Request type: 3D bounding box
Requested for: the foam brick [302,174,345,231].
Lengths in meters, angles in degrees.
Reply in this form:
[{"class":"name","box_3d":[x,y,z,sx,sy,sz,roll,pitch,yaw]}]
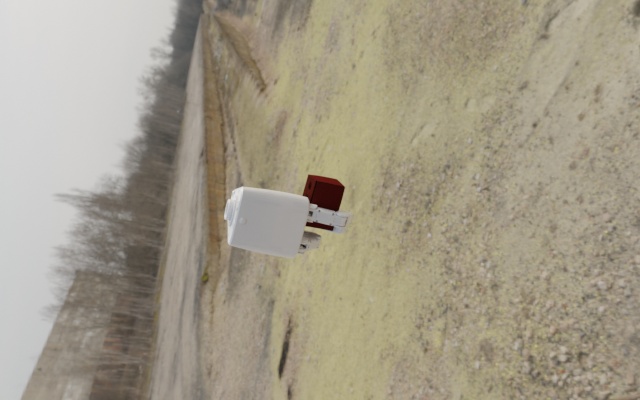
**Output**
[{"class":"foam brick","box_3d":[0.000,0.002,0.772,0.051,0.078,0.053,12,11,-17]}]
